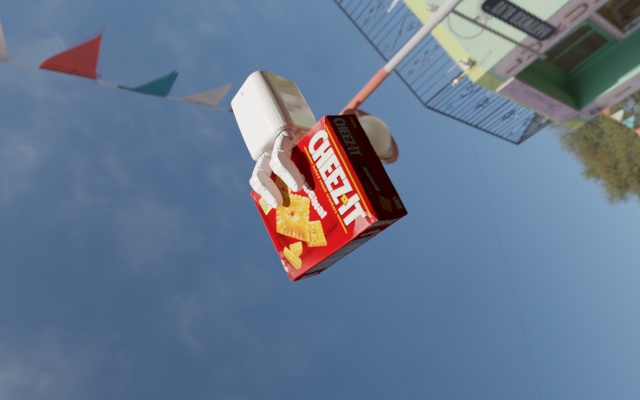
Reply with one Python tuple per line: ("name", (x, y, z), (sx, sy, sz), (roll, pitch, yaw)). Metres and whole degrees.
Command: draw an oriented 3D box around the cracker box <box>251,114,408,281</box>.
("cracker box", (0.000, 0.002, 0.699), (0.072, 0.164, 0.214), (-11, -21, -43))
